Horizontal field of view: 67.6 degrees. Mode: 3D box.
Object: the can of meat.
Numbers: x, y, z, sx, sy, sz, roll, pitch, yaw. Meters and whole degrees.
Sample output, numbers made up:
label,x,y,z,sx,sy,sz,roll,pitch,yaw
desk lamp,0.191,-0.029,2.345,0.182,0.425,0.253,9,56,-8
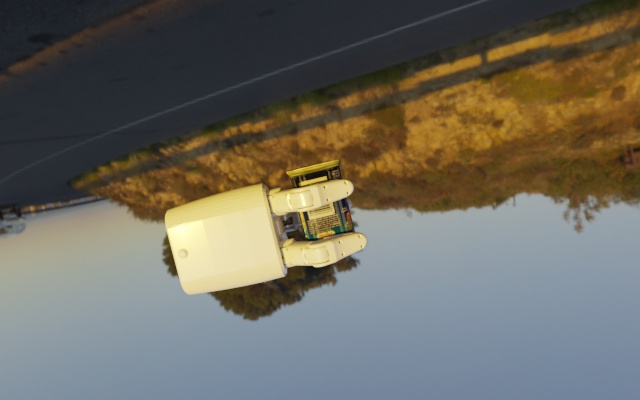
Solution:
label,x,y,z,sx,sy,sz,roll,pitch,yaw
can of meat,0.000,0.002,0.524,0.057,0.084,0.102,-13,5,-3
